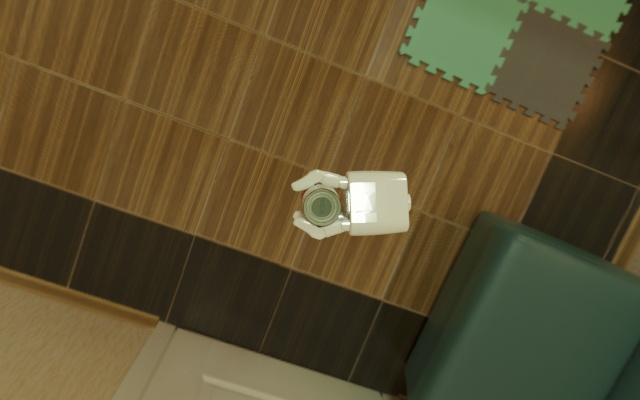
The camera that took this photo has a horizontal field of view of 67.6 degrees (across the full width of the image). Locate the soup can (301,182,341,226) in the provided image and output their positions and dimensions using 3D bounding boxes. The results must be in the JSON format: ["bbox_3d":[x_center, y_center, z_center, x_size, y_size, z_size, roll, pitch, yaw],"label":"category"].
[{"bbox_3d":[0.000,0.003,0.864,0.068,0.068,0.102,0,12,-4],"label":"soup can"}]
